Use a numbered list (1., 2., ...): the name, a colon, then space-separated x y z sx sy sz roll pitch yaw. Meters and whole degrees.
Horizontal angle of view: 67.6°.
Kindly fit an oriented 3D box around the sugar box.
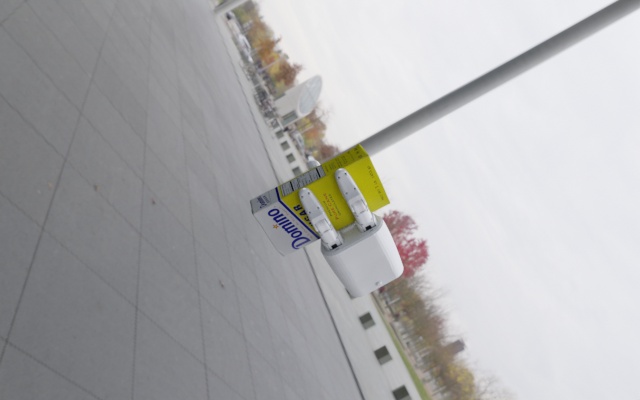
1. sugar box: 0.000 0.003 0.674 0.176 0.093 0.048 -29 33 2
